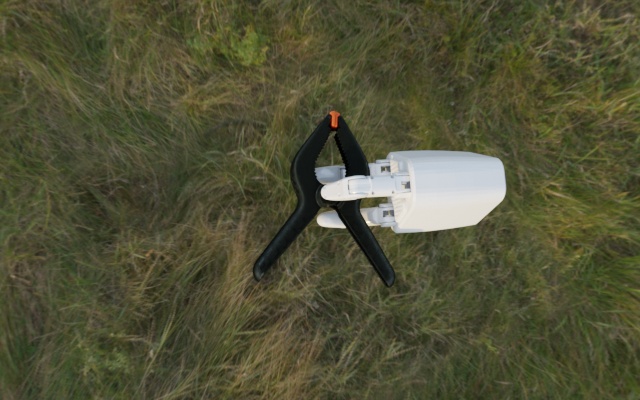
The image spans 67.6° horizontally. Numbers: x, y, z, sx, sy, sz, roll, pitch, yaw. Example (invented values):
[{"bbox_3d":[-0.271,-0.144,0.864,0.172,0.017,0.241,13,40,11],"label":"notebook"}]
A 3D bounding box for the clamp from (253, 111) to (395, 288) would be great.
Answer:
[{"bbox_3d":[0.000,0.001,0.557,0.164,0.210,0.036,-3,-5,-8],"label":"clamp"}]
